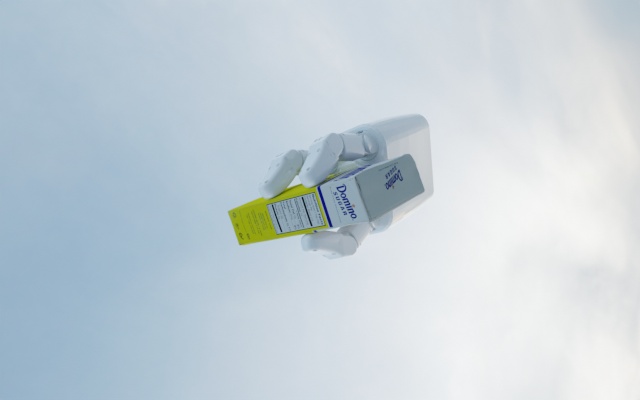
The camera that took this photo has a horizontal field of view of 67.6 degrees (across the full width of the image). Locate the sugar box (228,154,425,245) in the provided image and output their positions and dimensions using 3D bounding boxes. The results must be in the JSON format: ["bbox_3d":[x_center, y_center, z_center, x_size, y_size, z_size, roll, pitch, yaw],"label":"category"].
[{"bbox_3d":[0.000,0.001,0.461,0.176,0.048,0.093,-17,5,43],"label":"sugar box"}]
